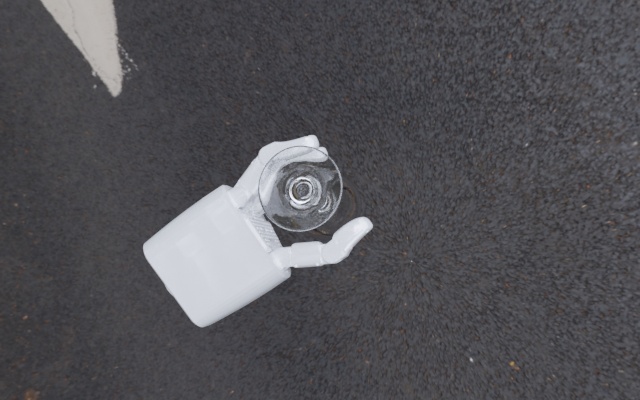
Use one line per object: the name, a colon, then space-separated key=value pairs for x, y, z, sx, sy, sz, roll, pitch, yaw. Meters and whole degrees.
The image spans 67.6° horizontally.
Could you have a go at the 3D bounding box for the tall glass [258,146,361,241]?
tall glass: x=0.000 y=0.002 z=0.504 sx=0.079 sy=0.079 sz=0.201 roll=0 pitch=-7 yaw=11
